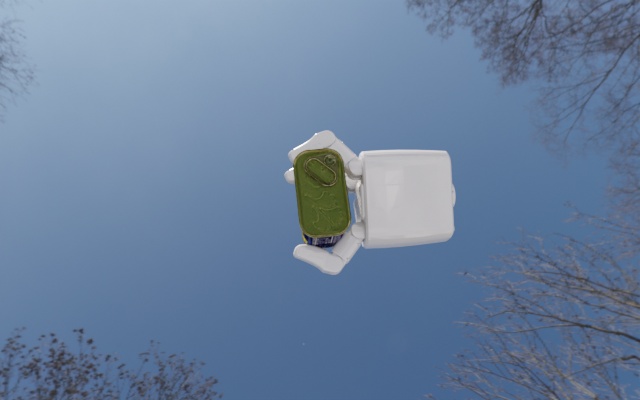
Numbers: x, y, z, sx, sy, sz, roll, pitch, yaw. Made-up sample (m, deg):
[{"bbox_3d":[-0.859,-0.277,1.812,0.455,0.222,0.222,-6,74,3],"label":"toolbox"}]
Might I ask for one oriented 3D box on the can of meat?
[{"bbox_3d":[0.000,0.002,0.563,0.057,0.102,0.084,-6,-16,-4],"label":"can of meat"}]
